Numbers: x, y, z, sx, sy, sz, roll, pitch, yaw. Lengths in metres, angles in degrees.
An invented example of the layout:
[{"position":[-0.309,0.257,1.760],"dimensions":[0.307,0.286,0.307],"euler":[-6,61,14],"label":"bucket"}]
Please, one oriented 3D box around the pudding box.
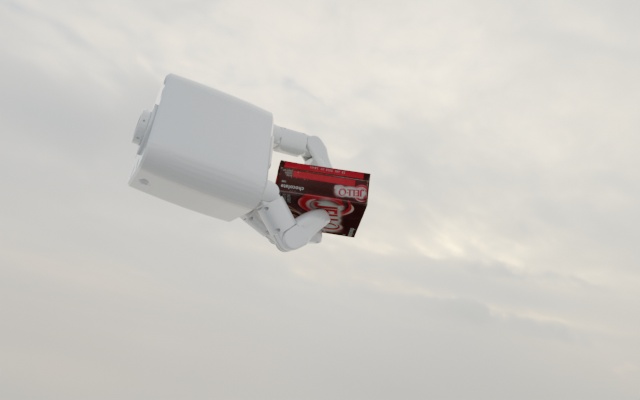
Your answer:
[{"position":[0.000,0.001,0.498],"dimensions":[0.090,0.039,0.113],"euler":[9,-19,1],"label":"pudding box"}]
